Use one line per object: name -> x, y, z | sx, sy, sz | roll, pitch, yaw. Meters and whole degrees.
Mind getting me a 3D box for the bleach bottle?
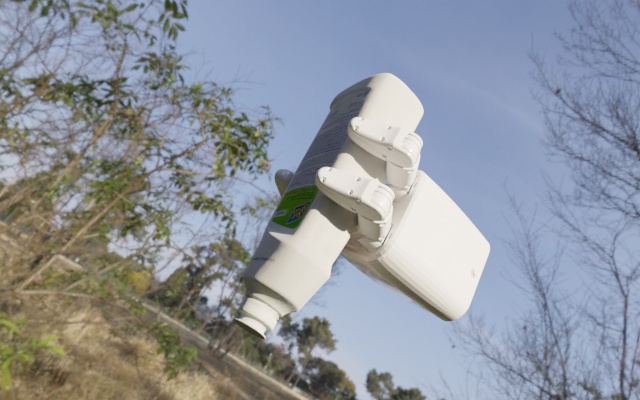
bleach bottle -> 0.000, 0.001, 0.419 | 0.068, 0.250, 0.102 | 41, -27, -20
